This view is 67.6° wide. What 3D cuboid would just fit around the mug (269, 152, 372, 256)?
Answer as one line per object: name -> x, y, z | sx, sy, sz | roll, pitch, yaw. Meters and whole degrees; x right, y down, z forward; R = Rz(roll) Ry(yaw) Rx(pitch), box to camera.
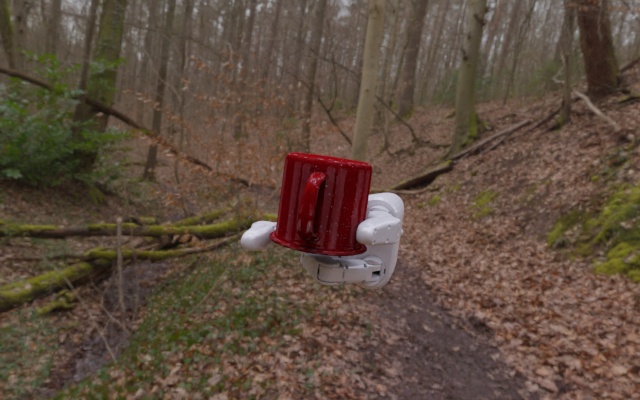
mug -> 0.000, 0.001, 0.433 | 0.093, 0.081, 0.117 | 10, 8, 14
